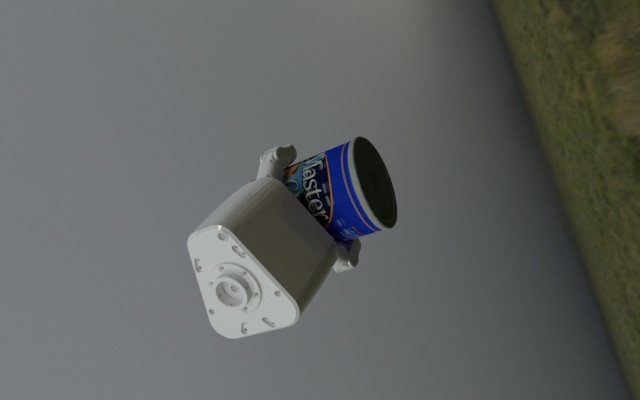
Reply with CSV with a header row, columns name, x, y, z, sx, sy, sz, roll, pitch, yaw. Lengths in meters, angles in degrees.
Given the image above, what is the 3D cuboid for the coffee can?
name,x,y,z,sx,sy,sz,roll,pitch,yaw
coffee can,0.000,0.002,0.531,0.140,0.103,0.103,-20,-9,26
